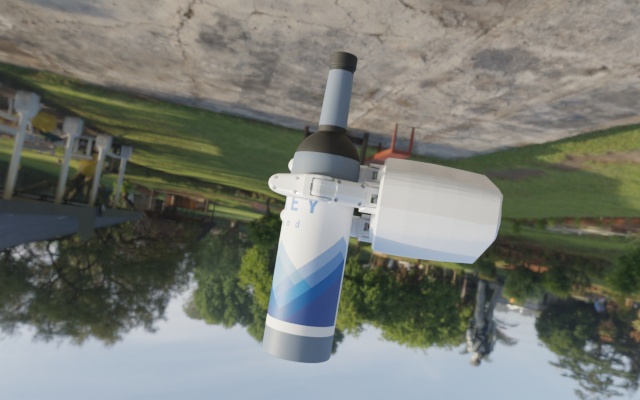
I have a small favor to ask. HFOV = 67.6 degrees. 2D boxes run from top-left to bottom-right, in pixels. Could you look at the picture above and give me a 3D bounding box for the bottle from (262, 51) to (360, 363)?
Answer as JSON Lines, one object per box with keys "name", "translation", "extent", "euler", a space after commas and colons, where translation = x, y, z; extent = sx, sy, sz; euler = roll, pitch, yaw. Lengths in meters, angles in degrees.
{"name": "bottle", "translation": [0.000, 0.002, 0.468], "extent": [0.069, 0.295, 0.069], "euler": [9, -3, 1]}
